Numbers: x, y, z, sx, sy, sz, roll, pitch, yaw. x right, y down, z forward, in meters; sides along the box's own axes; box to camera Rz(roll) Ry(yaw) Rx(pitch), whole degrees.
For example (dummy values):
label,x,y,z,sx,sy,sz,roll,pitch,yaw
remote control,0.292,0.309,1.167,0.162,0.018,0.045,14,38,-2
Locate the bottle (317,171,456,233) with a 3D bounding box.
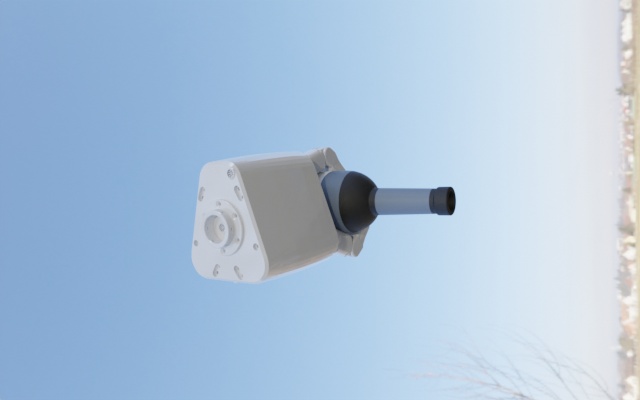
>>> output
label,x,y,z,sx,sy,sz,roll,pitch,yaw
bottle,0.000,0.002,0.526,0.296,0.069,0.069,-1,0,34
